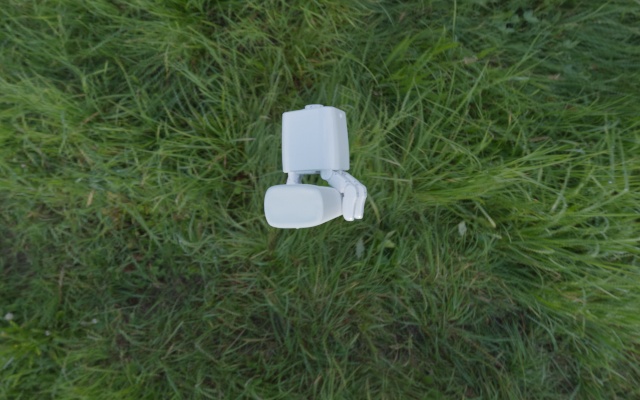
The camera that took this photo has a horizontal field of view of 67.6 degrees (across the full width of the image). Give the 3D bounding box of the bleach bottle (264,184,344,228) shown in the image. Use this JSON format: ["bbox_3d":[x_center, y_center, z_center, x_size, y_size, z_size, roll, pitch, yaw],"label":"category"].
[{"bbox_3d":[0.000,0.003,0.847,0.102,0.068,0.251,-1,3,19],"label":"bleach bottle"}]
